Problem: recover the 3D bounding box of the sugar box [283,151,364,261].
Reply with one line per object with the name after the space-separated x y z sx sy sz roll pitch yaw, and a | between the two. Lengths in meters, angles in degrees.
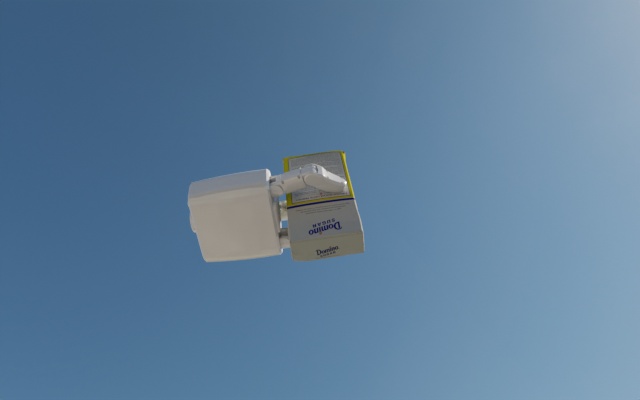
0.000 0.002 0.651 0.093 0.048 0.176 -8 43 0 | sugar box
